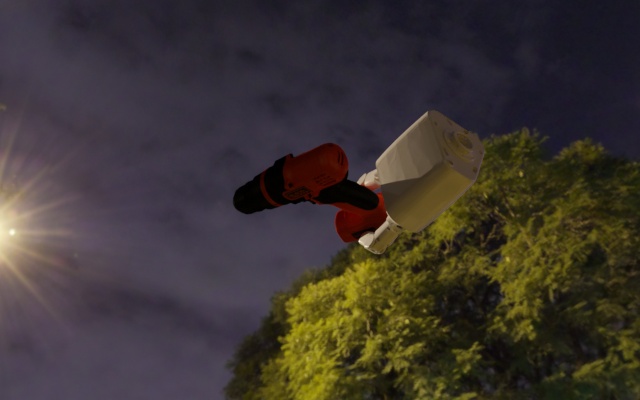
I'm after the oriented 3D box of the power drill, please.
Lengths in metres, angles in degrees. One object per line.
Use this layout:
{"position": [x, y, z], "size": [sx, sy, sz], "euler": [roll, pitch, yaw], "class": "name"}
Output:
{"position": [0.001, 0.002, 0.645], "size": [0.184, 0.057, 0.188], "euler": [-20, -32, 38], "class": "power drill"}
